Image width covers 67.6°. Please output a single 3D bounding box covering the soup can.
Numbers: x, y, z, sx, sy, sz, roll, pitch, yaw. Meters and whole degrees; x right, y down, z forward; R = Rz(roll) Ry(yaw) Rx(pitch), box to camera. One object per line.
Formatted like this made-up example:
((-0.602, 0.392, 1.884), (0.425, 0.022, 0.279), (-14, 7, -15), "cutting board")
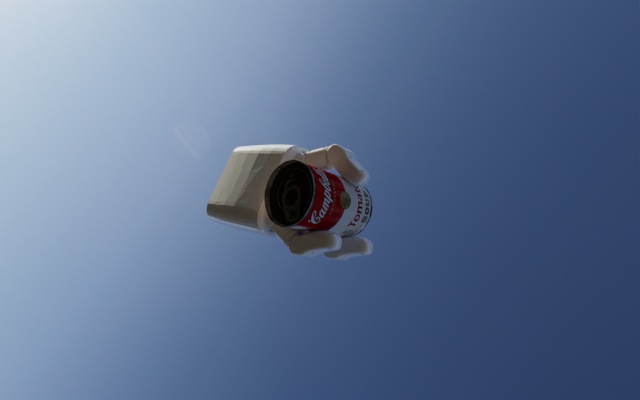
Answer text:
((0.001, 0.002, 0.508), (0.068, 0.068, 0.102), (0, -10, 40), "soup can")
